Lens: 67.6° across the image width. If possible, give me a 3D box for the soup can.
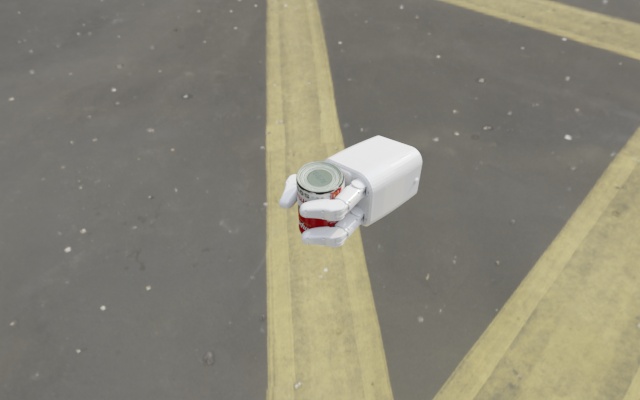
[{"bbox_3d":[0.000,0.002,0.688,0.068,0.068,0.102,-1,-45,1],"label":"soup can"}]
